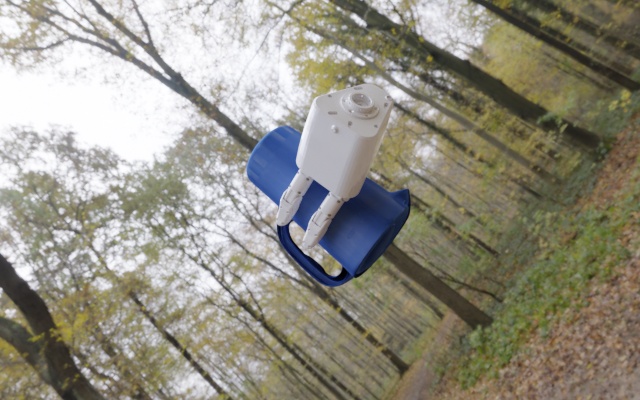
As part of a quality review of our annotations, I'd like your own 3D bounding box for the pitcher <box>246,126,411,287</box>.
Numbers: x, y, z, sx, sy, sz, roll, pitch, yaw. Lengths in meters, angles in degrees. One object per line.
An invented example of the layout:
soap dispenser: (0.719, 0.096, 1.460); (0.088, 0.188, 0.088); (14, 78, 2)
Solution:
pitcher: (0.000, 0.002, 0.725); (0.242, 0.145, 0.149); (38, 51, 17)
